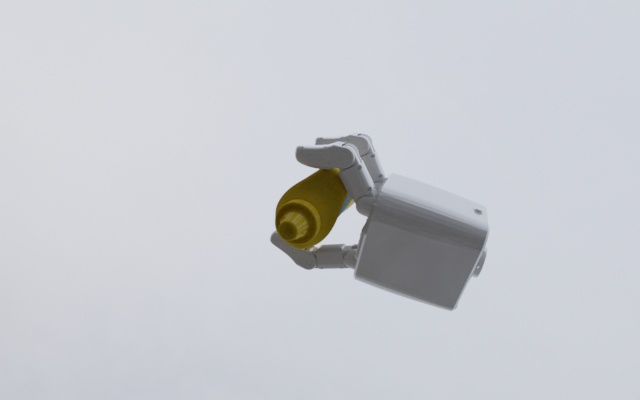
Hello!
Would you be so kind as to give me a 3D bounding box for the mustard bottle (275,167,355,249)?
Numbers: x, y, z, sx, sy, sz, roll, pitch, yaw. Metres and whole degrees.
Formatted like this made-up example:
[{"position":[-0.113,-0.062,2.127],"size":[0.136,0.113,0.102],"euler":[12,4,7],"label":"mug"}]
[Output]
[{"position":[0.000,0.001,0.500],"size":[0.058,0.096,0.191],"euler":[41,23,2],"label":"mustard bottle"}]
